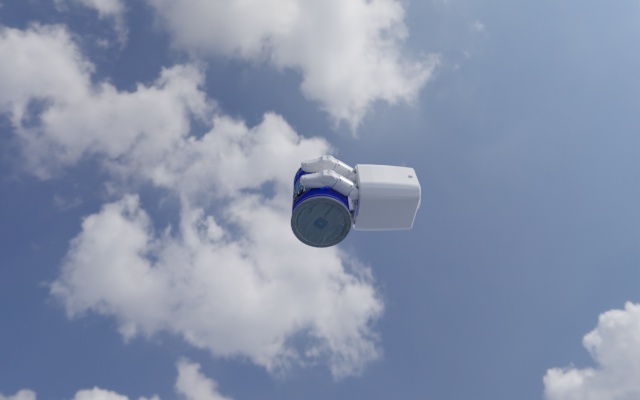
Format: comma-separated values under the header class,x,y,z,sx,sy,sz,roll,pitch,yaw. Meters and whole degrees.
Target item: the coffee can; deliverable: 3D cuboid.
class,x,y,z,sx,sy,sz,roll,pitch,yaw
coffee can,0.000,0.003,0.859,0.103,0.103,0.140,0,32,-1
